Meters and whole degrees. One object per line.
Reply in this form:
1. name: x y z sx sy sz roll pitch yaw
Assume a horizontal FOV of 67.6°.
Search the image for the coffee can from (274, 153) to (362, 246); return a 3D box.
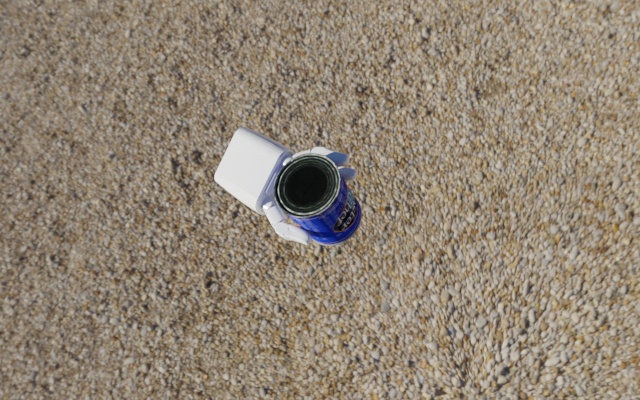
1. coffee can: 0.000 0.003 0.747 0.103 0.102 0.140 0 -21 18
